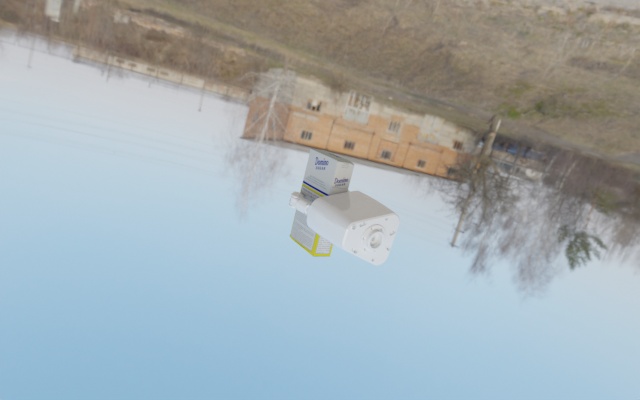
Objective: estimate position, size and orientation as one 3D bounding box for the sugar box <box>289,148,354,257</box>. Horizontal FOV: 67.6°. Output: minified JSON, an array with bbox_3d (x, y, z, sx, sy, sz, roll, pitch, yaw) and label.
[{"bbox_3d":[0.001,0.003,0.861,0.048,0.176,0.093,8,15,-36],"label":"sugar box"}]
